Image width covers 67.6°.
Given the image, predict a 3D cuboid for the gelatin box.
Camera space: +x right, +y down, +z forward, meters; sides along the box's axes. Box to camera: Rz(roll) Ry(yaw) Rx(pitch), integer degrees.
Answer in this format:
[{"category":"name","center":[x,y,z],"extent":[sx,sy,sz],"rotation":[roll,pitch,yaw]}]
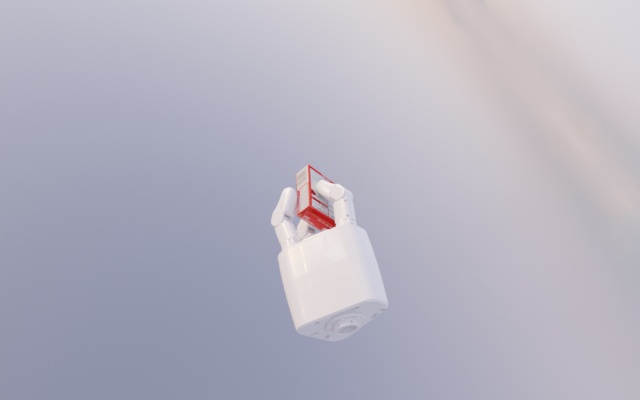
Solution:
[{"category":"gelatin box","center":[0.000,0.002,0.682],"extent":[0.030,0.089,0.073],"rotation":[-36,-53,28]}]
